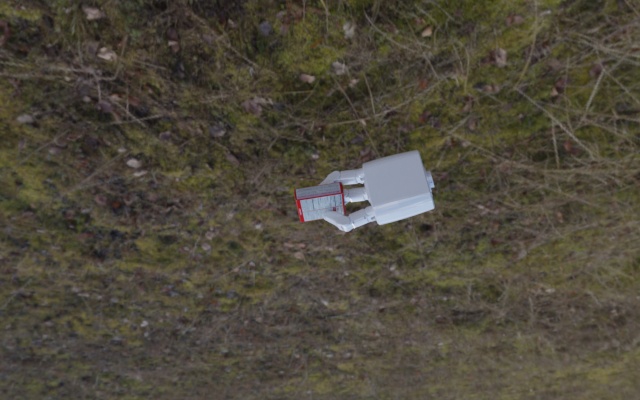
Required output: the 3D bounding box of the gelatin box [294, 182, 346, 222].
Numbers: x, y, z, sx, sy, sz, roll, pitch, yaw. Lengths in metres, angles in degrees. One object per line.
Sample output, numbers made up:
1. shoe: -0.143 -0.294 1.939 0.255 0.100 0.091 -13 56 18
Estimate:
1. gelatin box: 0.000 0.003 0.887 0.089 0.030 0.073 -10 -35 -1
